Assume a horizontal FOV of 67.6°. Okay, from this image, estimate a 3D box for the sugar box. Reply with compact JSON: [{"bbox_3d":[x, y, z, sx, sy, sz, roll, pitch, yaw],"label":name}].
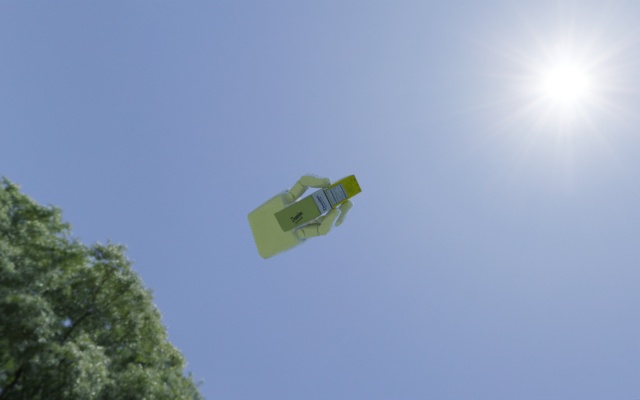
[{"bbox_3d":[0.000,0.003,0.898,0.093,0.048,0.176,-26,3,33],"label":"sugar box"}]
